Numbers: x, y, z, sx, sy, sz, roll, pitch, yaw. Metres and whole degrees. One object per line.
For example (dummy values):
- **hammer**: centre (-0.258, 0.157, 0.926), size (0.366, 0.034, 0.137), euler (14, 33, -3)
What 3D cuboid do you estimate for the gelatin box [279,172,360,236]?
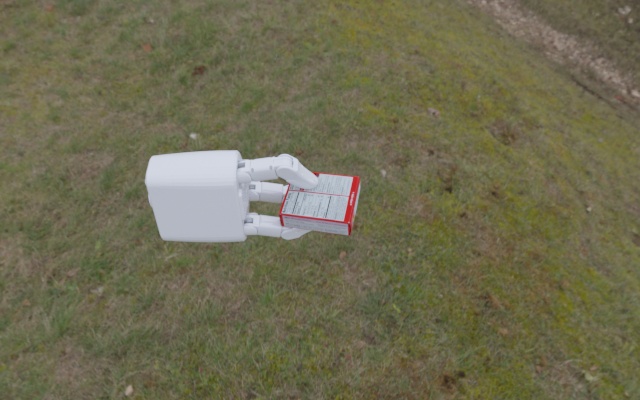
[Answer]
- **gelatin box**: centre (0.000, 0.002, 0.590), size (0.089, 0.073, 0.030), euler (6, -37, 11)
